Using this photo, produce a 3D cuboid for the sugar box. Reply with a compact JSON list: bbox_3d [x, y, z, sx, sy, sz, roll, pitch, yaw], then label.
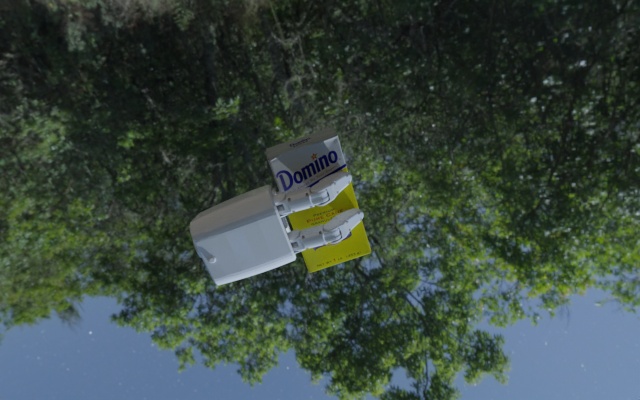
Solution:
[{"bbox_3d":[0.000,0.002,0.630,0.093,0.176,0.048,-19,27,0],"label":"sugar box"}]
